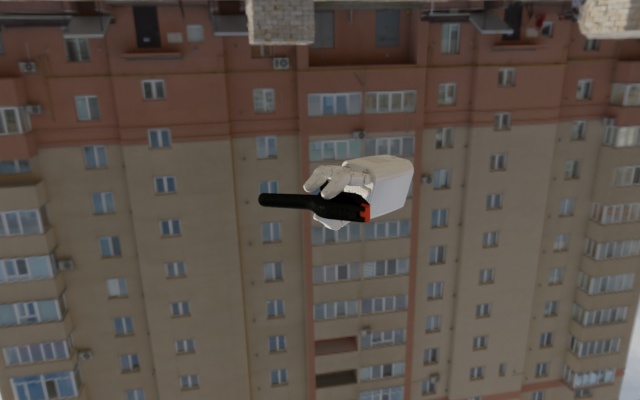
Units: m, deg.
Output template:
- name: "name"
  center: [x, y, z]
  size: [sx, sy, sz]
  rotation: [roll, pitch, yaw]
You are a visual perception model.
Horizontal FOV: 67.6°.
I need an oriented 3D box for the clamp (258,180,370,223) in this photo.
- name: "clamp"
  center: [0.001, 0.004, 0.850]
  size: [0.164, 0.036, 0.210]
  rotation: [-15, 23, -33]
